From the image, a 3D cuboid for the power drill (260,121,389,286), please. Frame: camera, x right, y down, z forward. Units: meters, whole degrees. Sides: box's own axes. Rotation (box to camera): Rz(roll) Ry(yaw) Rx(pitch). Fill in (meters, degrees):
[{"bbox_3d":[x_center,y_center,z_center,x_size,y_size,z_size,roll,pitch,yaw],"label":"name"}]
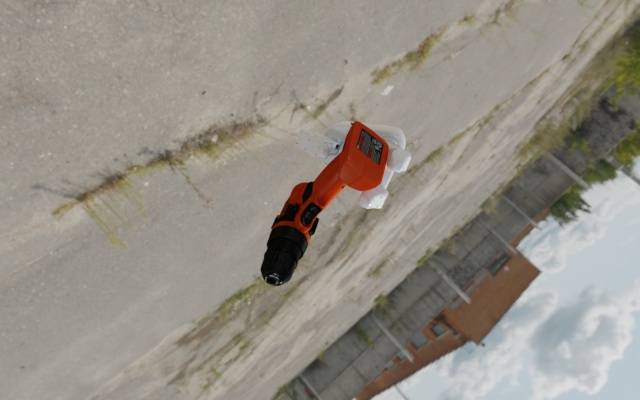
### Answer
[{"bbox_3d":[0.000,0.002,0.593,0.057,0.184,0.188,36,-53,-15],"label":"power drill"}]
